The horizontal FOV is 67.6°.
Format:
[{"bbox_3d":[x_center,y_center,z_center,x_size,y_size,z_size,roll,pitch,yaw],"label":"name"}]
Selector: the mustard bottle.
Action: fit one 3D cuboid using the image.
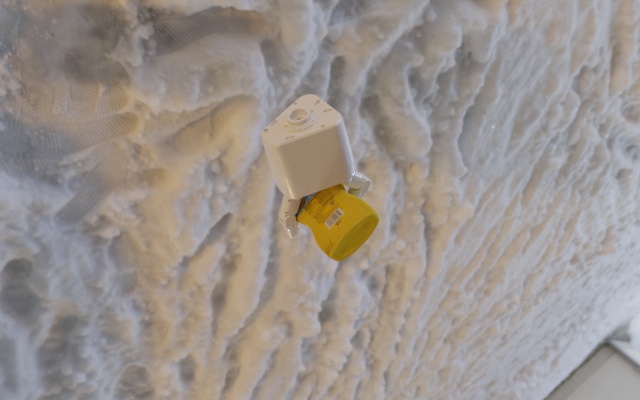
[{"bbox_3d":[0.000,0.003,0.752,0.191,0.096,0.058,46,6,39],"label":"mustard bottle"}]
